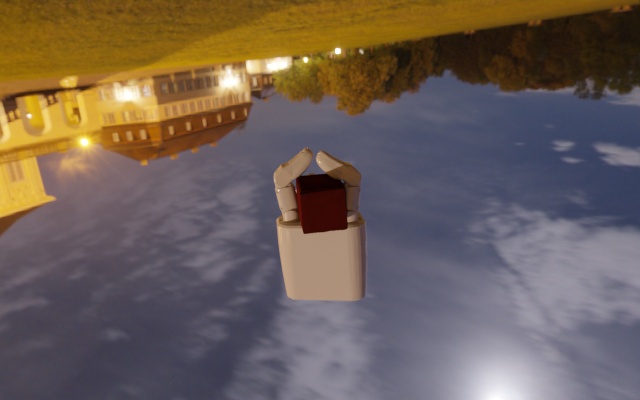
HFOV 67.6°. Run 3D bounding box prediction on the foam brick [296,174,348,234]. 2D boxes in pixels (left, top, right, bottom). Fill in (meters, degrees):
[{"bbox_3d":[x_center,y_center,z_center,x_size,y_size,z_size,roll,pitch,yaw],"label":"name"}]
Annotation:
[{"bbox_3d":[0.000,0.002,0.570,0.053,0.051,0.078,-5,17,-5],"label":"foam brick"}]
